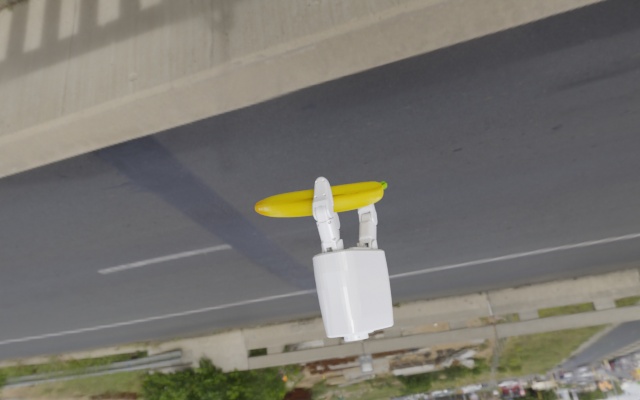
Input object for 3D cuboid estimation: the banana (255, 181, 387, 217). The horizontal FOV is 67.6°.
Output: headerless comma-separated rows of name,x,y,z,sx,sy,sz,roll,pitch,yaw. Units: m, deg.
banana,0.005,0.001,0.673,0.198,0.037,0.069,-8,-2,-4
